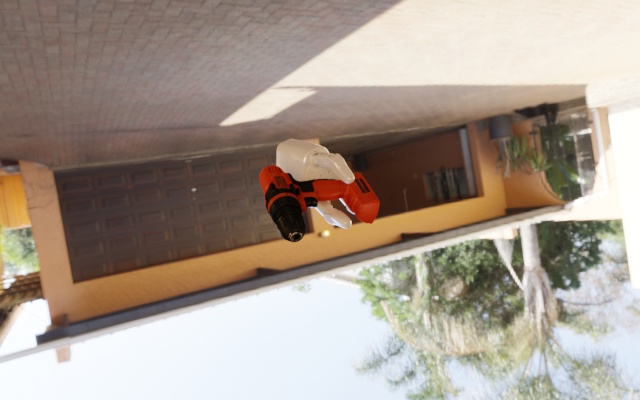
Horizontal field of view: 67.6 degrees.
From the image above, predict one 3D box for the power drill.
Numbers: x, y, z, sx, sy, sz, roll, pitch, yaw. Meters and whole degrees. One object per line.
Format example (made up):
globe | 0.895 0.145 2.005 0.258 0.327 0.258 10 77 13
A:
power drill | 0.000 0.003 0.806 0.187 0.057 0.184 1 36 -22
